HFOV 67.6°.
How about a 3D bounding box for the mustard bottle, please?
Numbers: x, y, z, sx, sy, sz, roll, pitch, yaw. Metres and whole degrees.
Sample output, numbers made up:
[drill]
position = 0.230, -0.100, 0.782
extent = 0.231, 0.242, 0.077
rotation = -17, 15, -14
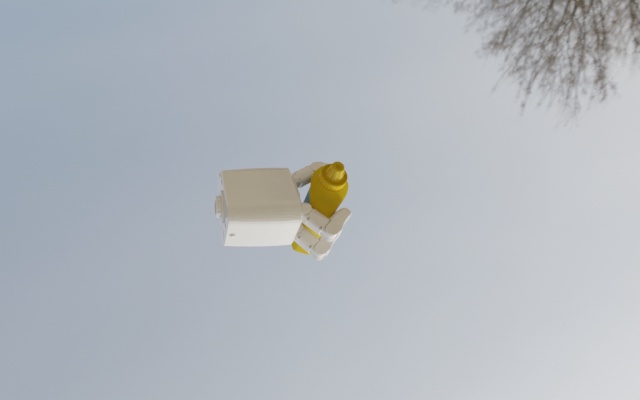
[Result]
[mustard bottle]
position = 0.000, 0.003, 0.747
extent = 0.058, 0.096, 0.192
rotation = 19, -36, -4
